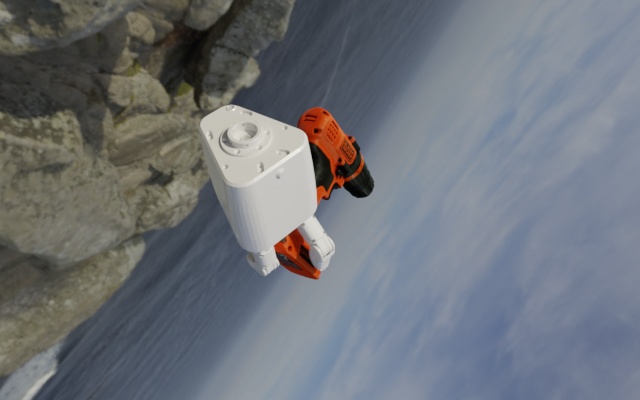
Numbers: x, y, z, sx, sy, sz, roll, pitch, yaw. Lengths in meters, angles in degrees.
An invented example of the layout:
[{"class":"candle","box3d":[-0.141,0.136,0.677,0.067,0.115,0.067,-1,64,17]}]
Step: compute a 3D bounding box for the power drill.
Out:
[{"class":"power drill","box3d":[0.000,0.002,0.620,0.057,0.187,0.184,9,-23,35]}]
